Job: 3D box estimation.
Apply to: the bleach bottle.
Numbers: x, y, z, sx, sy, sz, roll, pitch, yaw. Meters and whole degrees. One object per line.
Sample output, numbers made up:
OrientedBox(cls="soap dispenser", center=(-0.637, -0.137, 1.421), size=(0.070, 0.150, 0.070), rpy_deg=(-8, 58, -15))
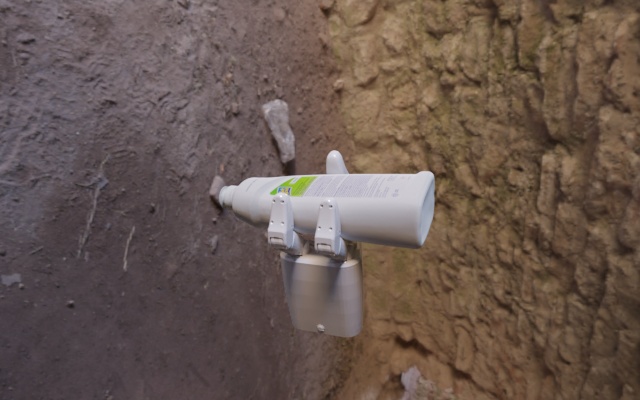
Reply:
OrientedBox(cls="bleach bottle", center=(0.000, 0.002, 0.563), size=(0.251, 0.068, 0.102), rpy_deg=(5, 25, 21))
